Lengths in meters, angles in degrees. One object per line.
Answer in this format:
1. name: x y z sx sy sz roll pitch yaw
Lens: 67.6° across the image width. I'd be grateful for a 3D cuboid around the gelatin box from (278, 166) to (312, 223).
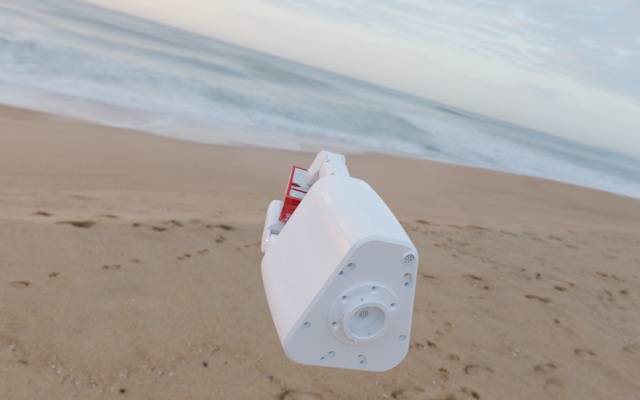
1. gelatin box: 0.000 0.001 0.480 0.073 0.030 0.089 16 23 -6
